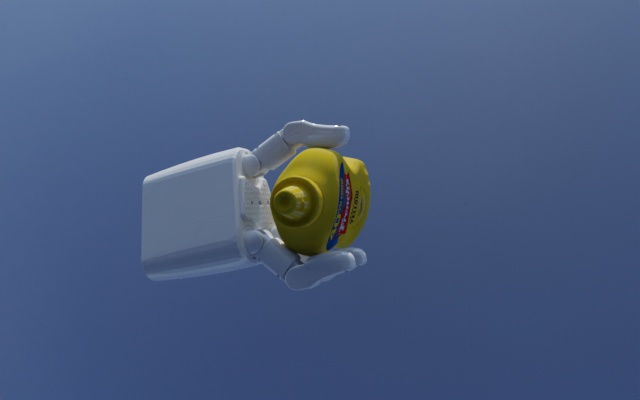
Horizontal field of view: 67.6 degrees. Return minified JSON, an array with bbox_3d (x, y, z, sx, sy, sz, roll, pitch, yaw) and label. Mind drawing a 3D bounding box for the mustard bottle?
[{"bbox_3d":[0.000,0.001,0.438,0.058,0.096,0.191,12,3,16],"label":"mustard bottle"}]
